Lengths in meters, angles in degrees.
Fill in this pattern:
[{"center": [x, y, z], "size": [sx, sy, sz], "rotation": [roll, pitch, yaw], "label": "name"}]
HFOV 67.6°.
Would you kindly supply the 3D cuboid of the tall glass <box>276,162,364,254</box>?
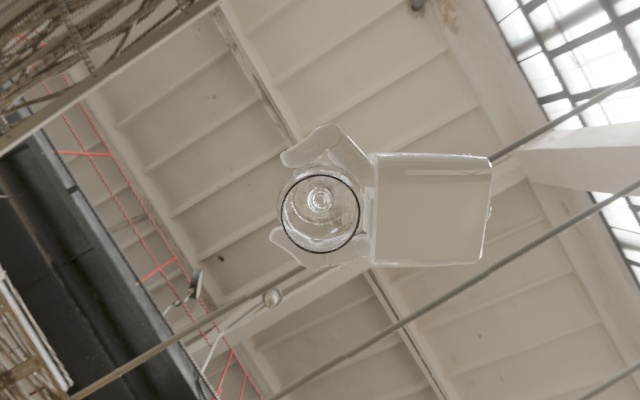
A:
[{"center": [0.000, 0.002, 0.462], "size": [0.079, 0.079, 0.201], "rotation": [0, 5, 0], "label": "tall glass"}]
